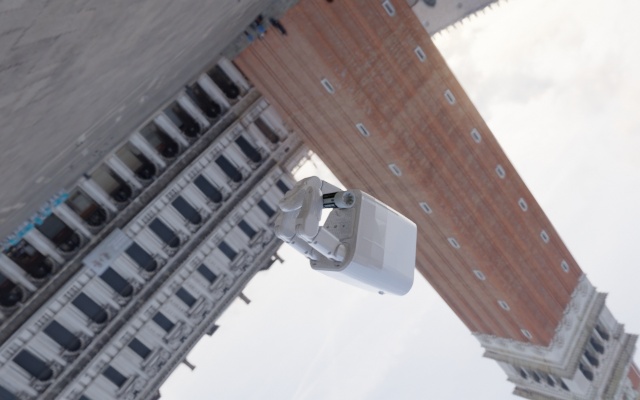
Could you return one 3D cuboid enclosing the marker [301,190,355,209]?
[{"bbox_3d":[0.000,0.002,0.571,0.020,0.020,0.121,0,-4,-31],"label":"marker"}]
